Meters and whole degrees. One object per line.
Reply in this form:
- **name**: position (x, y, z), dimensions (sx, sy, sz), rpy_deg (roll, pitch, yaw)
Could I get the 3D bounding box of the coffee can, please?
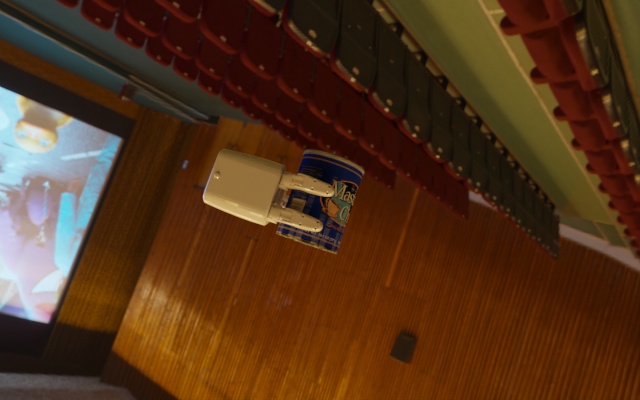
- **coffee can**: position (0.000, 0.002, 0.761), dimensions (0.103, 0.140, 0.103), rpy_deg (19, -7, 2)
